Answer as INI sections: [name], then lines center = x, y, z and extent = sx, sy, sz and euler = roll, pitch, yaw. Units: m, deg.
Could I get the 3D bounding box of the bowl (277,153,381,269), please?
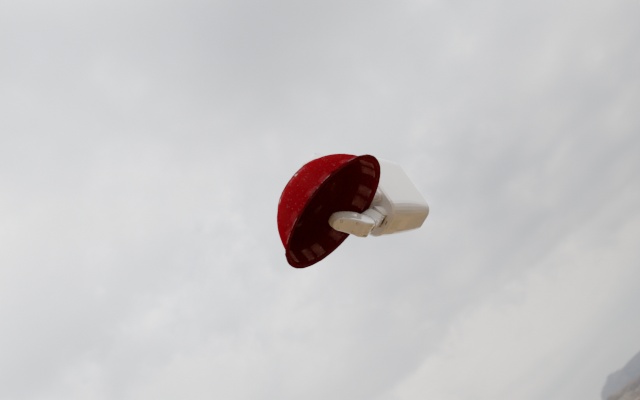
[bowl]
center = -0.001, 0.001, 0.570
extent = 0.055, 0.162, 0.162
euler = 38, 18, 25
